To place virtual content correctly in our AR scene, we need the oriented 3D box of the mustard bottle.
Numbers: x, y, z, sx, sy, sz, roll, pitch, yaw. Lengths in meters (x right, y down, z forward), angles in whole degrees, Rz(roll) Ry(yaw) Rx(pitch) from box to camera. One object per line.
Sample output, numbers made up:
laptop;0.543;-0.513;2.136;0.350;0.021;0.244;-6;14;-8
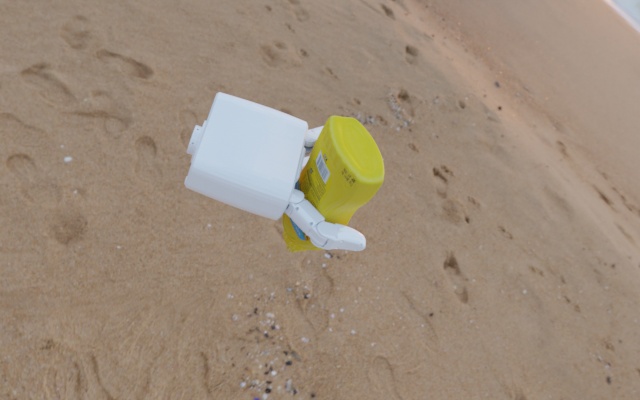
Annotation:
mustard bottle;0.001;0.002;0.552;0.058;0.096;0.192;-1;-37;-31
